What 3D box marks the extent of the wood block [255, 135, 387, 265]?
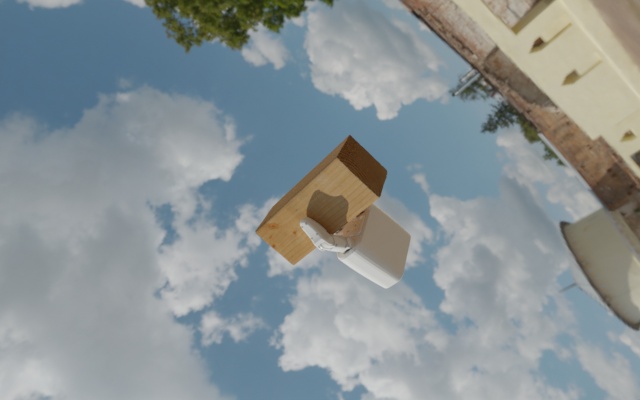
[{"bbox_3d":[0.000,0.003,0.777,0.206,0.090,0.090,-41,12,31],"label":"wood block"}]
